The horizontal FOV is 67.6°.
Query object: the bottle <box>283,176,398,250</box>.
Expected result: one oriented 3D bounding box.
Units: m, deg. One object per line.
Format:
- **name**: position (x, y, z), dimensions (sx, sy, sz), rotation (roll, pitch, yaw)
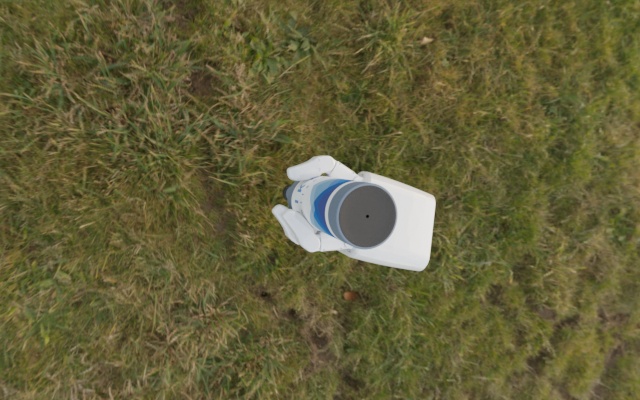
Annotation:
- **bottle**: position (0.000, 0.002, 0.608), dimensions (0.069, 0.069, 0.295), rotation (0, 5, -19)
